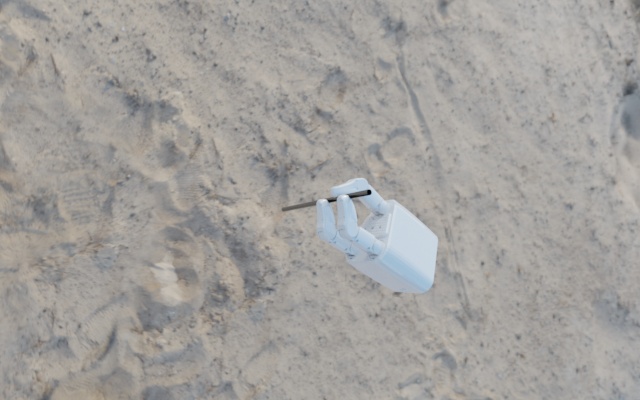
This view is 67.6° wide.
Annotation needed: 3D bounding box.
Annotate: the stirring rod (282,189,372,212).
[{"bbox_3d":[0.000,0.002,0.724,0.011,0.011,0.239,0,-6,-32],"label":"stirring rod"}]
